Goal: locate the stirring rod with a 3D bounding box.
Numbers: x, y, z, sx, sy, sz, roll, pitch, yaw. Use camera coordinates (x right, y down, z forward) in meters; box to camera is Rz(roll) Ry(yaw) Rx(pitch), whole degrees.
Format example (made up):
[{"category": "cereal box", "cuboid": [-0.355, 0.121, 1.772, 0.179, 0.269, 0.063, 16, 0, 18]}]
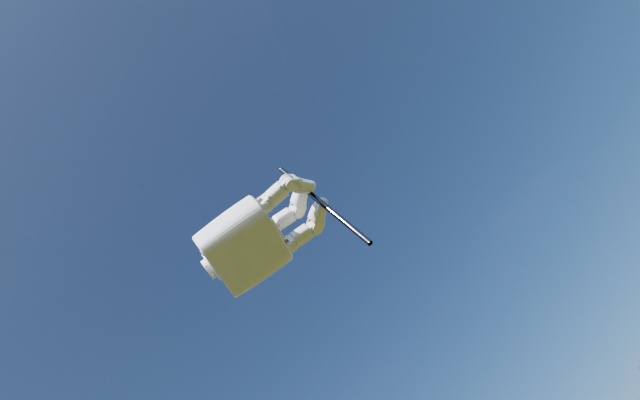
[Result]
[{"category": "stirring rod", "cuboid": [0.000, 0.002, 0.714, 0.011, 0.011, 0.239, 0, 27, -38]}]
